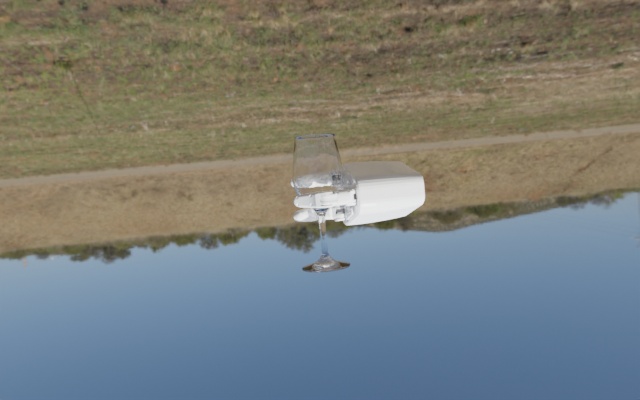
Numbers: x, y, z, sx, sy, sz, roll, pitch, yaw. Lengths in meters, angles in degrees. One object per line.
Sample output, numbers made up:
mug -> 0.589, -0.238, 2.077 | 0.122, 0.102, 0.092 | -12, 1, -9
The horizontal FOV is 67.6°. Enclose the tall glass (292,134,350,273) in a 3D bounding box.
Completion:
tall glass -> 0.000, 0.003, 0.722 | 0.079, 0.201, 0.079 | -5, 3, 0
